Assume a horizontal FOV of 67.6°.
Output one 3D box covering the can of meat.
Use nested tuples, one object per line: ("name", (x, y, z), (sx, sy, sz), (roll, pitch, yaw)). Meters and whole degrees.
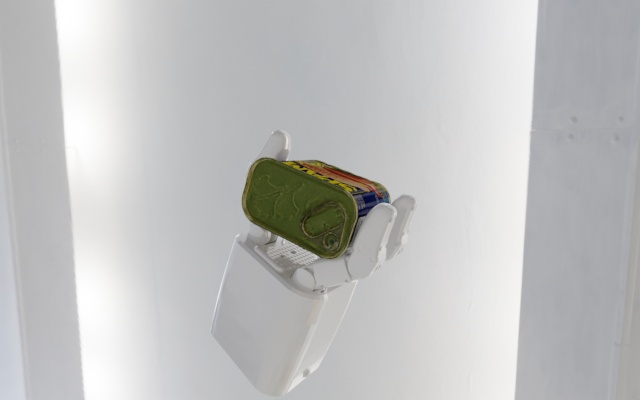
("can of meat", (0.000, 0.001, 0.407), (0.102, 0.057, 0.084), (24, 16, 24))
